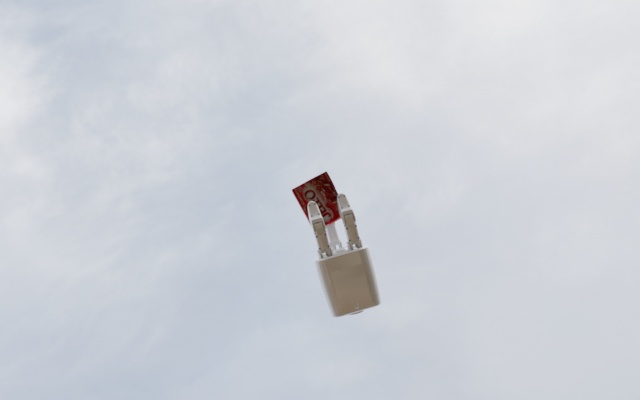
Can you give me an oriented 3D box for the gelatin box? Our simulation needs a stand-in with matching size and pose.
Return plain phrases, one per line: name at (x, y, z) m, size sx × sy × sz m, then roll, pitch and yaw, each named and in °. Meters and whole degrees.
gelatin box at (0.000, 0.003, 0.867) m, size 0.073 × 0.089 × 0.030 m, roll -28°, pitch -7°, yaw -5°
